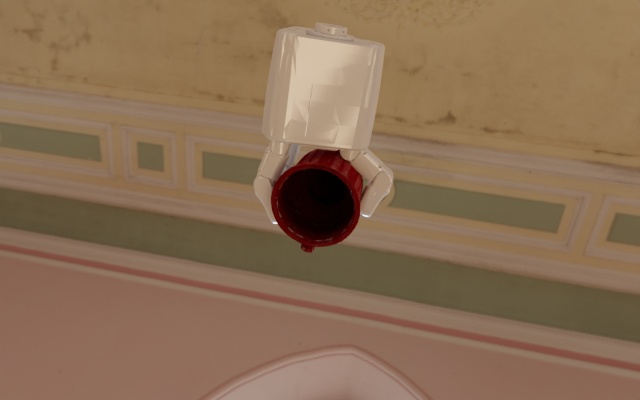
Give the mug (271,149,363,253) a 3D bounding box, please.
[{"bbox_3d":[0.000,0.003,0.524,0.093,0.117,0.081,13,25,7],"label":"mug"}]
